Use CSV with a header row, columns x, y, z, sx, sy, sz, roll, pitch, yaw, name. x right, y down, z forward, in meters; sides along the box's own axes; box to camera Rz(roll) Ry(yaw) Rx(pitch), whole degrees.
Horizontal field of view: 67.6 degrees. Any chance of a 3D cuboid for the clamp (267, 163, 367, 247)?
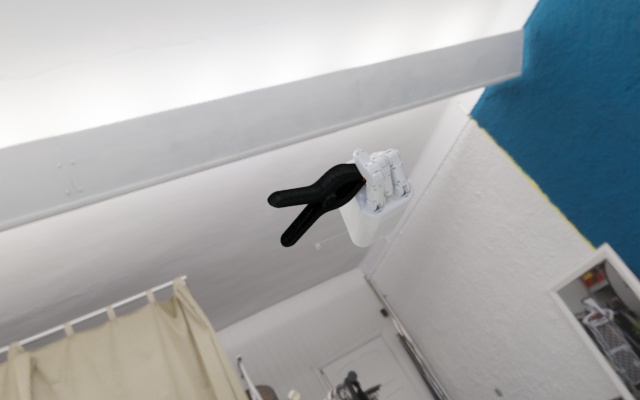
x,y,z,sx,sy,sz,roll,pitch,yaw,name
0.000,0.002,0.708,0.171,0.039,0.120,-24,-30,-21,clamp
